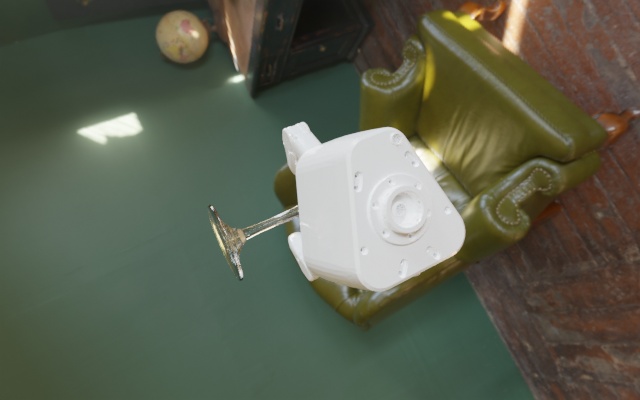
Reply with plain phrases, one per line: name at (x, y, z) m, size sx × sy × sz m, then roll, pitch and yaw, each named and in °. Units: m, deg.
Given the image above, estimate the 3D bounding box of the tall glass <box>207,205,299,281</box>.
tall glass at (-0.001, 0.002, 0.461) m, size 0.201 × 0.079 × 0.079 m, roll -23°, pitch 8°, yaw -19°
